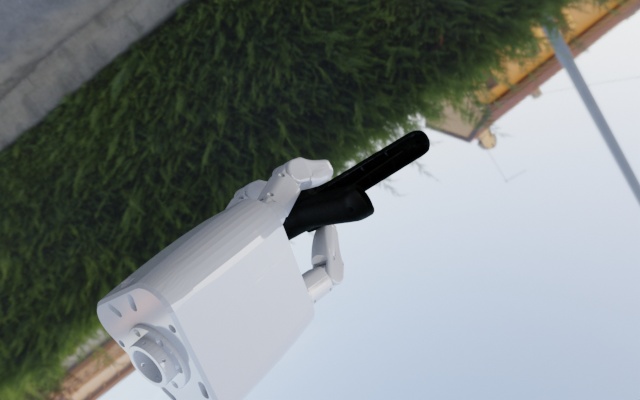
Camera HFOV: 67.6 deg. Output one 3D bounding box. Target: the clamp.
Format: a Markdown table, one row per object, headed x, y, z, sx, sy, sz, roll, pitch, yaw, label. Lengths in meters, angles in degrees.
| x | y | z | sx | sy | sz | roll | pitch | yaw | label |
| --- | --- | --- | --- | --- | --- | --- | --- | --- | --- |
| 0.000 | 0.002 | 0.442 | 0.210 | 0.036 | 0.164 | -25 | 8 | 41 | clamp |
